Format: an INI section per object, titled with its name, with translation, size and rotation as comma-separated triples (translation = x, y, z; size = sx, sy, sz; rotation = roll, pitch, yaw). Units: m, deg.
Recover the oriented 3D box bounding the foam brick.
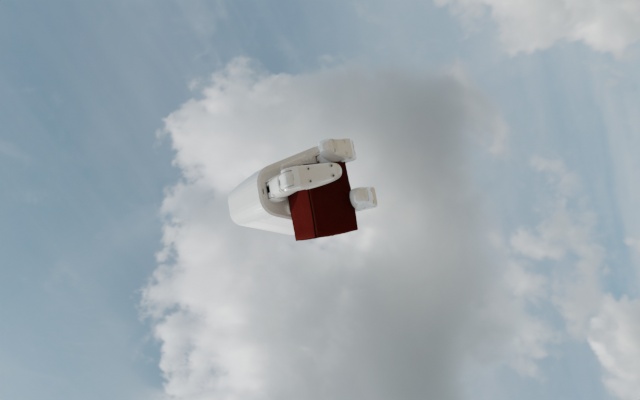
[foam brick]
translation = 0.000, 0.002, 0.515
size = 0.053, 0.078, 0.051
rotation = -6, -8, -29
